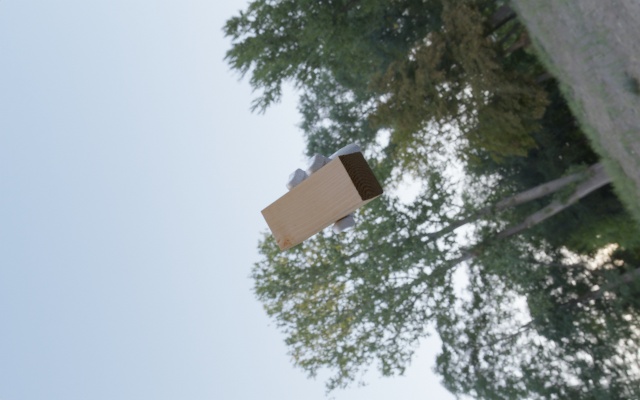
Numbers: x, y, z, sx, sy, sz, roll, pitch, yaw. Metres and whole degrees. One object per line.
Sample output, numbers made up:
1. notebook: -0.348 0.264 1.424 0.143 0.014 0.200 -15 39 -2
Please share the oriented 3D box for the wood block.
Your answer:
1. wood block: 0.000 0.003 0.890 0.206 0.091 0.090 -34 -8 32
